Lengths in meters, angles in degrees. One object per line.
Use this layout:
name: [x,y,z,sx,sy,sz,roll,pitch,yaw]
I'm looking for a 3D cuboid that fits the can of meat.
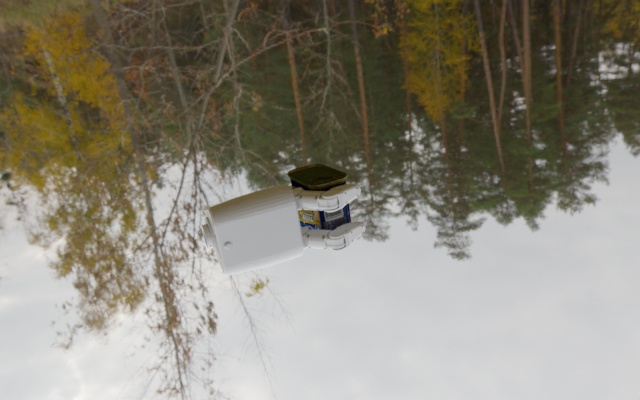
can of meat: [0.000,0.002,0.664,0.057,0.084,0.102,-17,21,-23]
